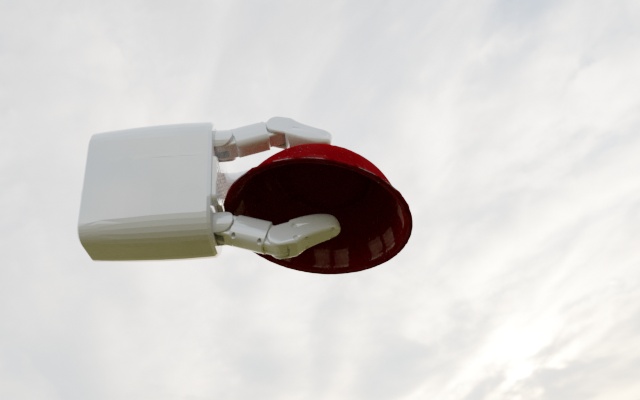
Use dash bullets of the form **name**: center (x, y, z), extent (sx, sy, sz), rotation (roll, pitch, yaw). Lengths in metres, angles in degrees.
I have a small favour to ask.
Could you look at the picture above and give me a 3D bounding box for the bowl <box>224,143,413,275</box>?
- **bowl**: center (0.001, 0.001, 0.424), extent (0.162, 0.055, 0.162), rotation (5, -40, 4)
